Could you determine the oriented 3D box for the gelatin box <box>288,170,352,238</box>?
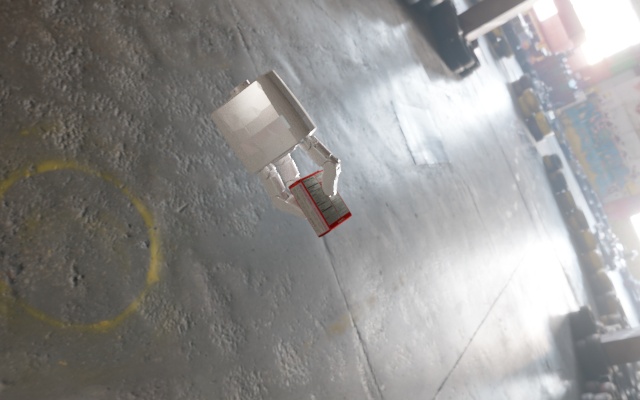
[{"bbox_3d":[0.001,0.002,0.720,0.030,0.089,0.073,-33,-2,33],"label":"gelatin box"}]
